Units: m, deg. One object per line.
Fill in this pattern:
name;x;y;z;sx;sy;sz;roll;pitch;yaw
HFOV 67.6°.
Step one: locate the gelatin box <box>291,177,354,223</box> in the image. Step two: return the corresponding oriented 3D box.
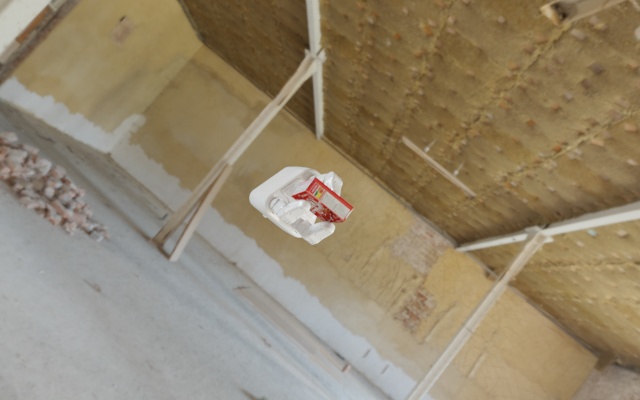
gelatin box;0.000;0.002;0.720;0.073;0.030;0.089;39;-15;-11
